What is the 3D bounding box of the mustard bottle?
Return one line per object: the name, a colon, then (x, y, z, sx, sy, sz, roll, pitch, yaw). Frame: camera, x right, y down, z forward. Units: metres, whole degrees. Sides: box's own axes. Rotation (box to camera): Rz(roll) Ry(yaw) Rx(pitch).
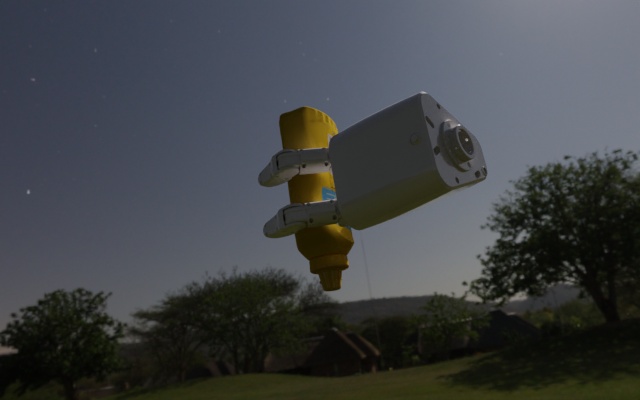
mustard bottle: (0.000, 0.002, 0.519, 0.058, 0.191, 0.096, -14, -19, 17)
